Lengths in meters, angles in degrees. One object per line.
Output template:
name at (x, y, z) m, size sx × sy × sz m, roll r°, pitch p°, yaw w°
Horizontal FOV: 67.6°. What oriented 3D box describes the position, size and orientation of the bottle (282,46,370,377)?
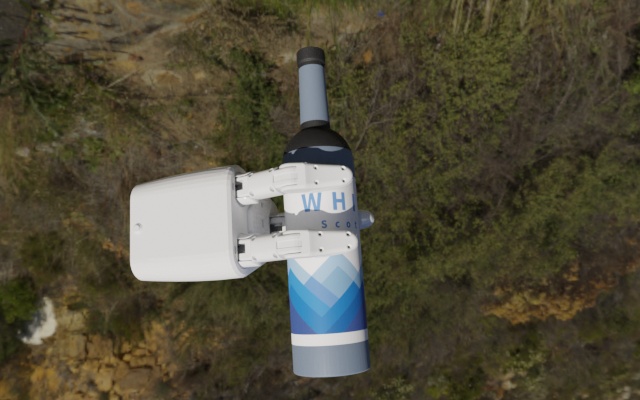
bottle at (0.000, 0.002, 0.437) m, size 0.069 × 0.295 × 0.069 m, roll -4°, pitch -10°, yaw -1°
